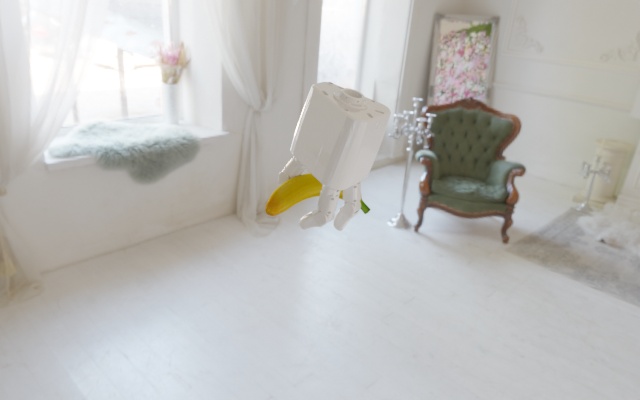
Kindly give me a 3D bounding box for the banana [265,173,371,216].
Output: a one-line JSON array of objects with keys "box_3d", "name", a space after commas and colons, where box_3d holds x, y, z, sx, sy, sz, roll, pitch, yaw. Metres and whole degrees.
[{"box_3d": [-0.004, -0.013, 0.730, 0.198, 0.069, 0.037, -1, -36, -37], "name": "banana"}]
